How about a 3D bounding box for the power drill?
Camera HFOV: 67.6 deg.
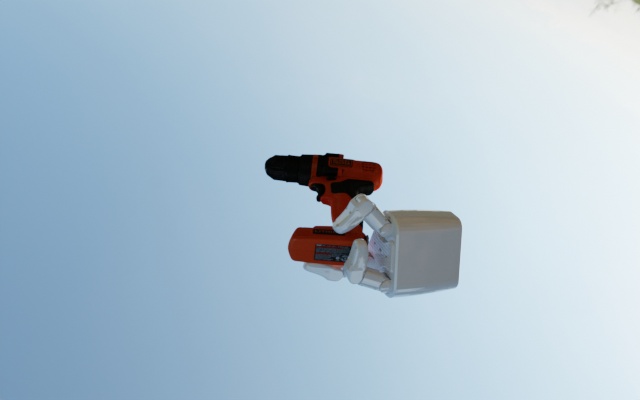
[{"bbox_3d":[0.000,0.003,0.693,0.184,0.187,0.057,4,-43,2],"label":"power drill"}]
